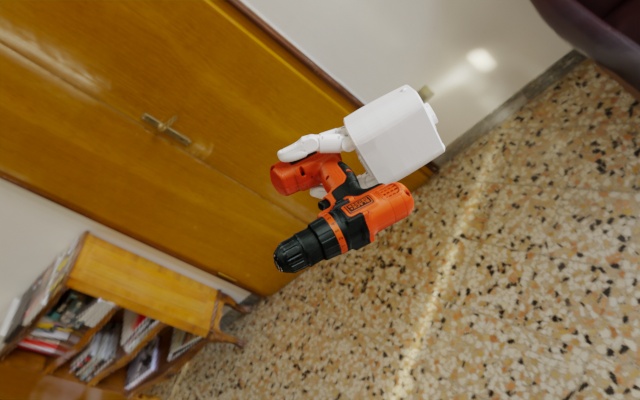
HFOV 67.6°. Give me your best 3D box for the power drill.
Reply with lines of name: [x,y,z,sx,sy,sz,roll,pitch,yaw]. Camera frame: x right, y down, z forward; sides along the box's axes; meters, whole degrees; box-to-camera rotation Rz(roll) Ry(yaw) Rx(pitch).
power drill: [0.000,0.002,0.624,0.184,0.057,0.187,-25,39,-13]
